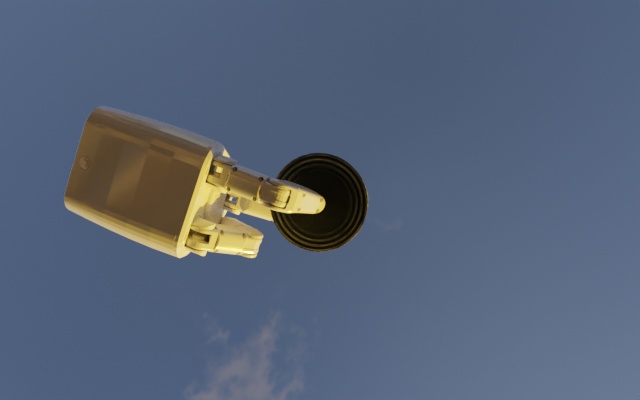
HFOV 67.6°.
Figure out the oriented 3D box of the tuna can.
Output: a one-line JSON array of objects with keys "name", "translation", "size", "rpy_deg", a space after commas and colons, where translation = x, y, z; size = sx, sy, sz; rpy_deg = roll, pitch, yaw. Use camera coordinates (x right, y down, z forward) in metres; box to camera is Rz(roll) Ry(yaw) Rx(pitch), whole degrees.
[{"name": "tuna can", "translation": [0.000, 0.001, 0.428], "size": [0.086, 0.086, 0.034], "rpy_deg": [0, 2, 8]}]
